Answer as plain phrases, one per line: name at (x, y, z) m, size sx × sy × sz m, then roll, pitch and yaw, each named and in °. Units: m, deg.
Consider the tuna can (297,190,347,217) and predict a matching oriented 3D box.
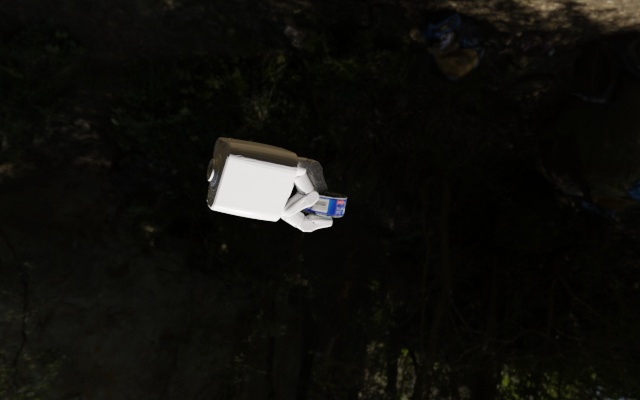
tuna can at (0.000, 0.003, 0.804) m, size 0.086 × 0.034 × 0.086 m, roll 10°, pitch 7°, yaw -1°
